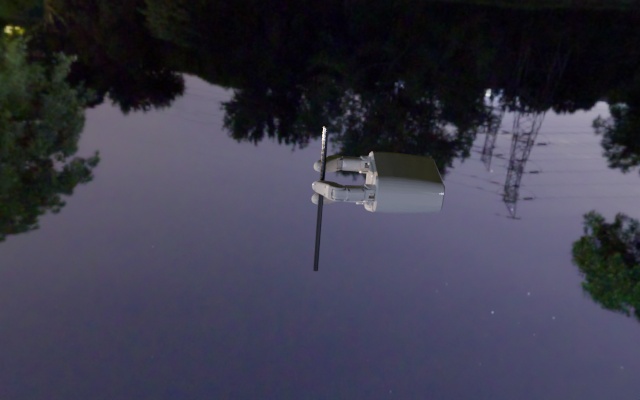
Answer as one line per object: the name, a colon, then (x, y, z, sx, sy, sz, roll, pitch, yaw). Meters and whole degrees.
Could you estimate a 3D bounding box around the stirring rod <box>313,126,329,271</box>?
stirring rod: (0.000, 0.002, 0.759, 0.011, 0.240, 0.011, 4, 18, -1)
